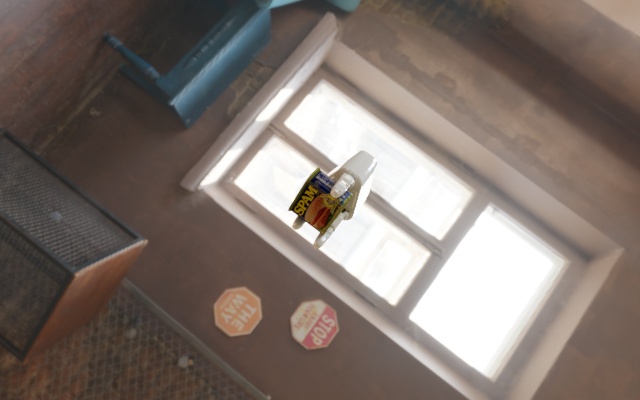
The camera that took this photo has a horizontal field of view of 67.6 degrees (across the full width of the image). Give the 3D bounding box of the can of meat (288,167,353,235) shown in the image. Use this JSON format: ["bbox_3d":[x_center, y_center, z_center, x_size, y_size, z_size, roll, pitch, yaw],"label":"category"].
[{"bbox_3d":[0.000,0.003,0.894,0.084,0.102,0.057,37,34,4],"label":"can of meat"}]
